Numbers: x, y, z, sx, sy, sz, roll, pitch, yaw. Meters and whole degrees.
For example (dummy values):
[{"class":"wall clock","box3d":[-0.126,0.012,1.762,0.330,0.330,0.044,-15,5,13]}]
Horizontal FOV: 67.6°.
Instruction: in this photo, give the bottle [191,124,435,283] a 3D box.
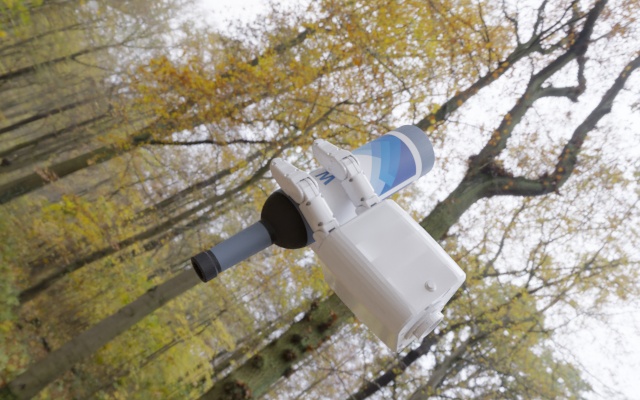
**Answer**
[{"class":"bottle","box3d":[0.000,0.002,0.510,0.295,0.069,0.069,-29,15,-28]}]
